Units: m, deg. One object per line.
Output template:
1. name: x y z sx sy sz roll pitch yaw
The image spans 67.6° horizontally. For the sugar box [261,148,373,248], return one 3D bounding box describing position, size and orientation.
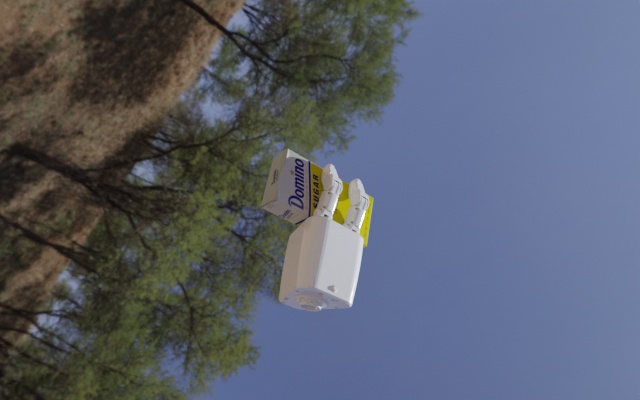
1. sugar box: 0.001 0.002 0.736 0.176 0.093 0.048 29 -34 -30
